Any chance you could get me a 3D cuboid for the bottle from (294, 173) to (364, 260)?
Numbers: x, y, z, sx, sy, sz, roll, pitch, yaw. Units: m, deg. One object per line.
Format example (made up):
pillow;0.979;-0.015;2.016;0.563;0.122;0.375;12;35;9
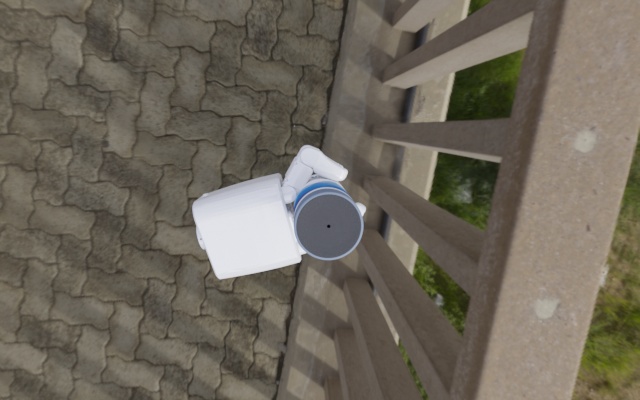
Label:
bottle;0.000;0.002;0.595;0.069;0.069;0.295;0;9;-3
